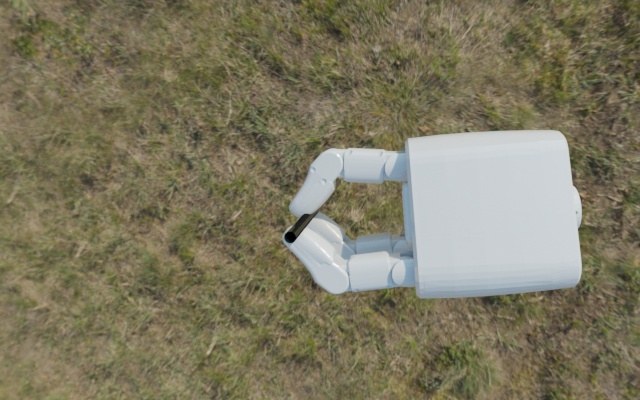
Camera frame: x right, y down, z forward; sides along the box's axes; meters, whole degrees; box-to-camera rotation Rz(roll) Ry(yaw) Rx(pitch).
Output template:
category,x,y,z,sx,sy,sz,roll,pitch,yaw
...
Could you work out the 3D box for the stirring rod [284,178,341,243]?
category,x,y,z,sx,sy,sz,roll,pitch,yaw
stirring rod,0.000,0.001,0.427,0.011,0.011,0.239,0,11,10
